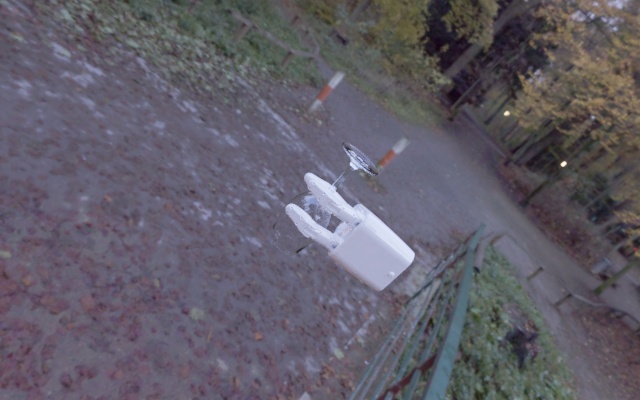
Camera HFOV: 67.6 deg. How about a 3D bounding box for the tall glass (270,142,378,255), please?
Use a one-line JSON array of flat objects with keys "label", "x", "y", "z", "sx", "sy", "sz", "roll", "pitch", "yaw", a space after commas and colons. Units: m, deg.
[{"label": "tall glass", "x": 0.000, "y": 0.002, "z": 0.782, "sx": 0.201, "sy": 0.079, "sz": 0.079, "roll": -47, "pitch": -21, "yaw": 21}]
